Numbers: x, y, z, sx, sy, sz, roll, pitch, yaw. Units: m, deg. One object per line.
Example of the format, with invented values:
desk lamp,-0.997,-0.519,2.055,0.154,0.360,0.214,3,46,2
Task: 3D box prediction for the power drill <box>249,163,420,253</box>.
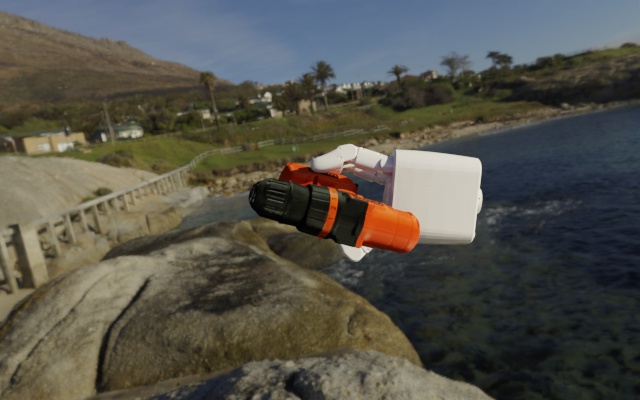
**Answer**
power drill,0.000,0.002,0.553,0.184,0.057,0.187,16,9,-17
